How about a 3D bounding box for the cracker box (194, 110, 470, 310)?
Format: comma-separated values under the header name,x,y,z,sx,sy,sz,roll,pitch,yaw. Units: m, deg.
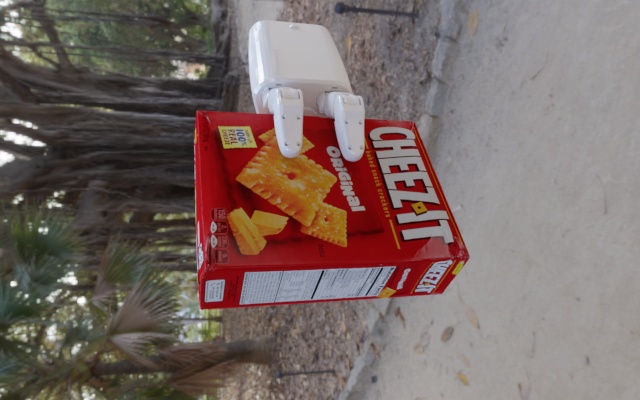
name,x,y,z,sx,sy,sz,roll,pitch,yaw
cracker box,0.000,0.001,0.421,0.214,0.164,0.072,0,-37,-15
